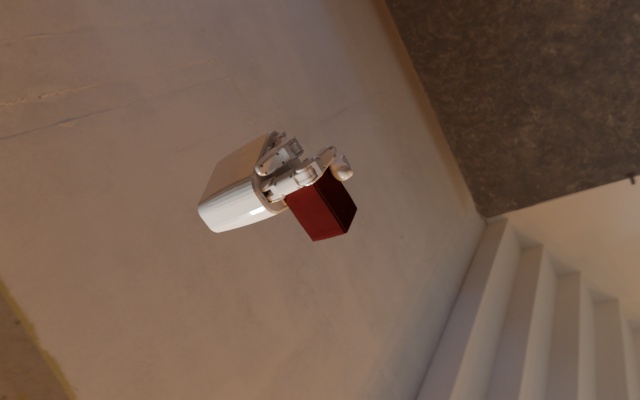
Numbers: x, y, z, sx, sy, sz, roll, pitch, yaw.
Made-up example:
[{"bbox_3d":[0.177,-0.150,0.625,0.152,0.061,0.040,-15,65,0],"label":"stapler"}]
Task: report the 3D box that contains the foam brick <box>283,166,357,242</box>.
[{"bbox_3d":[0.000,0.002,0.584,0.051,0.078,0.053,-21,22,33],"label":"foam brick"}]
